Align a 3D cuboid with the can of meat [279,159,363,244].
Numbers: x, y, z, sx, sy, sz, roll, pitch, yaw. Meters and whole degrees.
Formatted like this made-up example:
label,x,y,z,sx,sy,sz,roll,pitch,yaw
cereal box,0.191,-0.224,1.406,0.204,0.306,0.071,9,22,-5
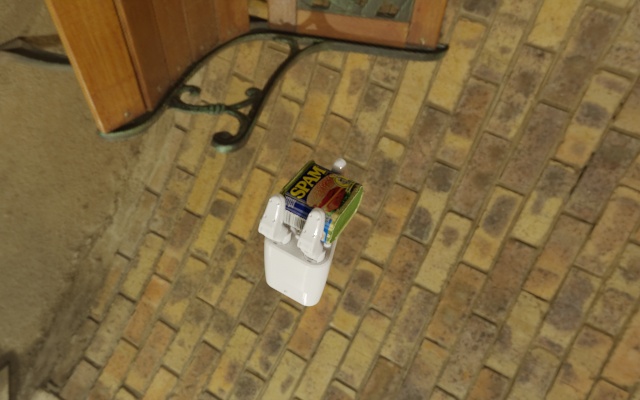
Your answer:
label,x,y,z,sx,sy,sz,roll,pitch,yaw
can of meat,0.000,0.002,0.638,0.084,0.057,0.102,26,46,16
